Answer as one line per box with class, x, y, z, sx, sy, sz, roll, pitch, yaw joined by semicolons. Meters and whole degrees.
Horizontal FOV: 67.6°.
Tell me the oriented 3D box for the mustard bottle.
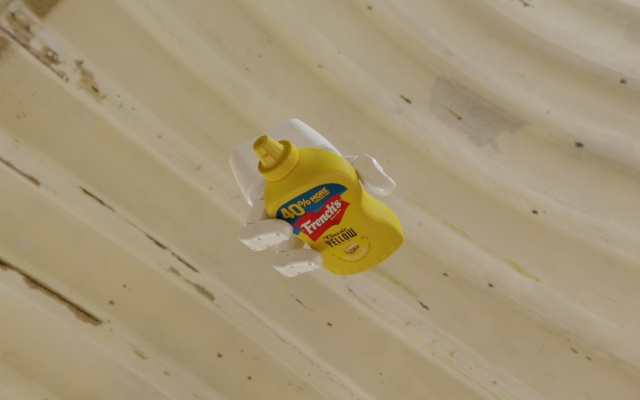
mustard bottle;0.000;0.002;0.484;0.096;0.058;0.192;-28;-51;22
